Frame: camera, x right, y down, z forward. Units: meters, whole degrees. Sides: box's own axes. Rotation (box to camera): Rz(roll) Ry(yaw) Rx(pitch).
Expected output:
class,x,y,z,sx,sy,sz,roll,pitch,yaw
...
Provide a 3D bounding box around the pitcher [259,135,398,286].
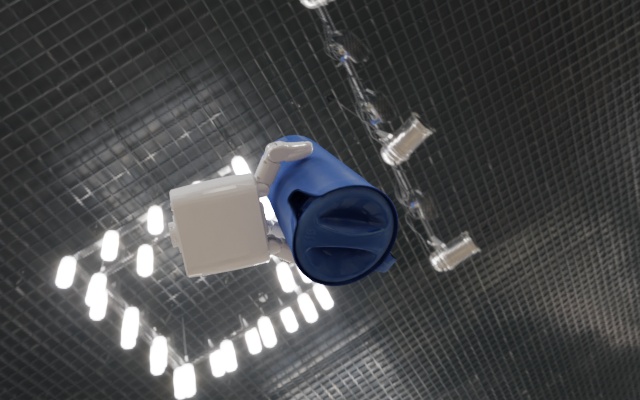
class,x,y,z,sx,sy,sz,roll,pitch,yaw
pitcher,0.000,0.002,0.652,0.145,0.149,0.242,-12,28,-15
